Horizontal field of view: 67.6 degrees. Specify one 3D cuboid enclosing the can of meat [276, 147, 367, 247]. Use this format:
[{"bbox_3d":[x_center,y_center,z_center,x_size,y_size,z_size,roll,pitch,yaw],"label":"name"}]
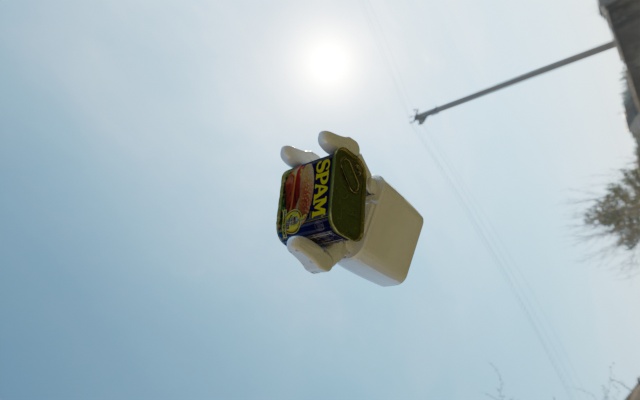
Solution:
[{"bbox_3d":[0.000,0.002,0.532,0.084,0.102,0.057,-16,-33,37],"label":"can of meat"}]
